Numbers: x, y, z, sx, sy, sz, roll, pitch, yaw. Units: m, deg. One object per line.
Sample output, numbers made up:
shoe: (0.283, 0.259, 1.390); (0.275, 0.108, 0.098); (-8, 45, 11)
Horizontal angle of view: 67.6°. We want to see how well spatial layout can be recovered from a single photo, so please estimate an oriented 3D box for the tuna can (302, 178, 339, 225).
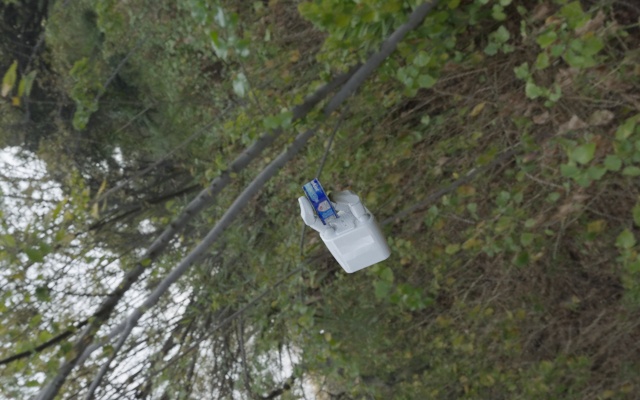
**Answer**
tuna can: (0.000, 0.003, 0.890); (0.034, 0.086, 0.086); (-29, 0, 0)
